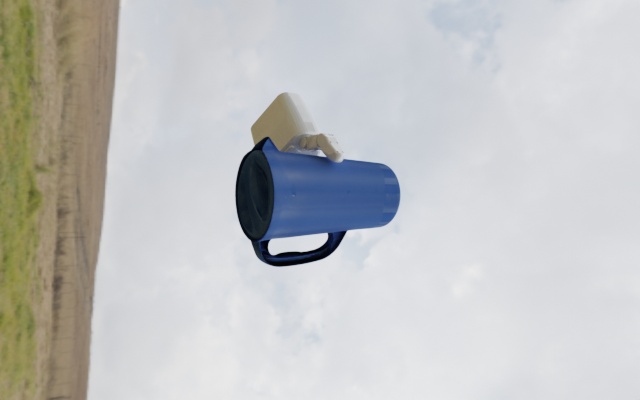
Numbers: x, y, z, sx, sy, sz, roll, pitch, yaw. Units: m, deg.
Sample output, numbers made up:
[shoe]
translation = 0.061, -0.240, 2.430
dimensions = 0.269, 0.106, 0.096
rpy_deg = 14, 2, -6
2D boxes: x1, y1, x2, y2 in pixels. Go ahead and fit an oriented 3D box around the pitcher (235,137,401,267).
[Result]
[pitcher]
translation = 0.000, 0.002, 0.736
dimensions = 0.243, 0.145, 0.149
rpy_deg = 0, -42, -32
